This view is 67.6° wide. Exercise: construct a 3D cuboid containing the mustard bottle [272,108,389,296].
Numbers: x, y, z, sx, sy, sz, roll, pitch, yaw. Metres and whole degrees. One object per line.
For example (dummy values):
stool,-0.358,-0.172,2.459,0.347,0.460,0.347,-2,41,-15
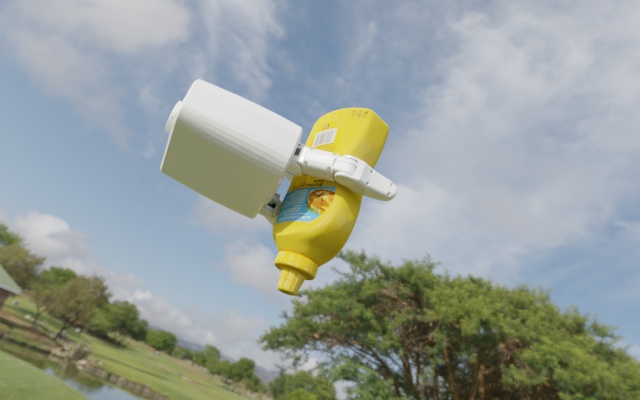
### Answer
mustard bottle,0.000,0.001,0.474,0.096,0.191,0.058,-5,-34,48
